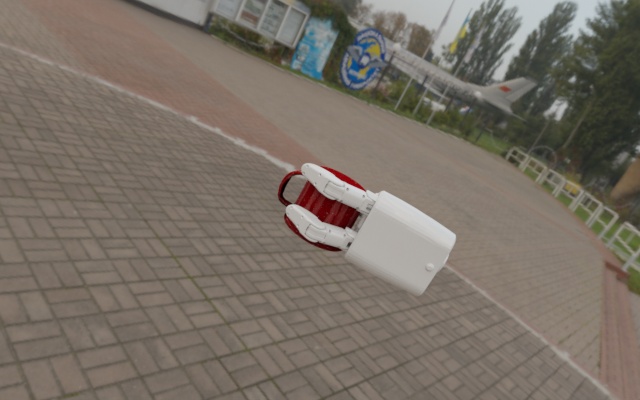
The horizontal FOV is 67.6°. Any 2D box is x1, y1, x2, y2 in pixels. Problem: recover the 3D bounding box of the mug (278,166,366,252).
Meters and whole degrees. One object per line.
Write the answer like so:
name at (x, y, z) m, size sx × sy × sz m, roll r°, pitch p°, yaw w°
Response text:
mug at (-0.001, 0.001, 0.632) m, size 0.117 × 0.081 × 0.093 m, roll 30°, pitch 17°, yaw 2°
